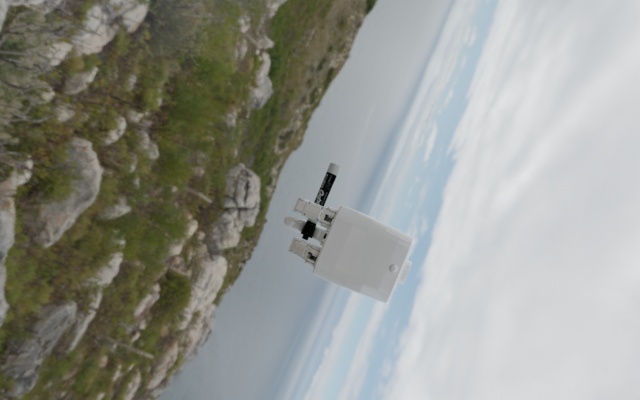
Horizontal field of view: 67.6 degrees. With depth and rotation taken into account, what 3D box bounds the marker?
[{"bbox_3d":[0.000,0.002,0.711,0.020,0.121,0.020,23,-1,1],"label":"marker"}]
